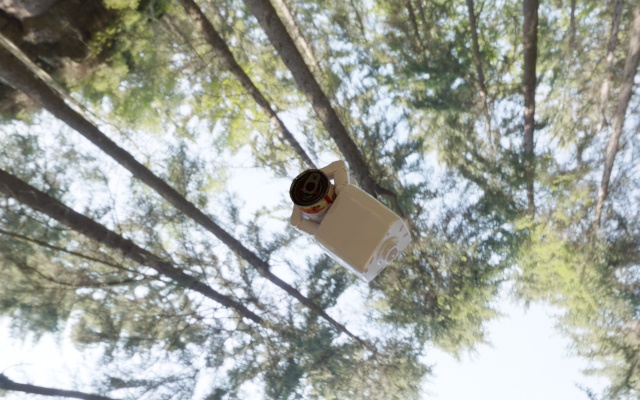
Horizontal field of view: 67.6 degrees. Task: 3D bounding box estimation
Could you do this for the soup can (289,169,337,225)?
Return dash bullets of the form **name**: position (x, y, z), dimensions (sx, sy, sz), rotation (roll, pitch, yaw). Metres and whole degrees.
- **soup can**: position (0.000, 0.003, 0.785), dimensions (0.068, 0.068, 0.102), rotation (0, -27, 25)
